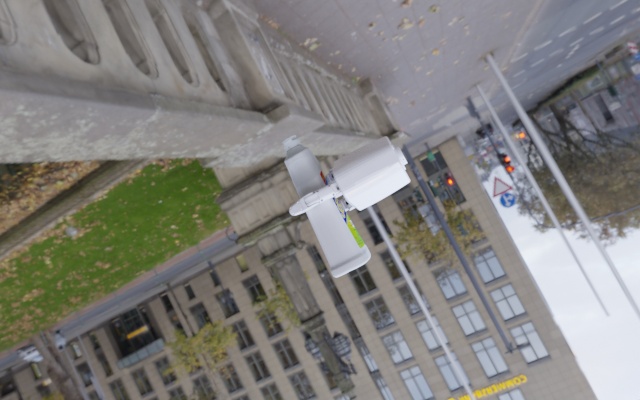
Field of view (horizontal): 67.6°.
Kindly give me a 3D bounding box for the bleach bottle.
[{"bbox_3d":[0.000,0.003,0.826,0.068,0.251,0.102,-28,-4,11],"label":"bleach bottle"}]
